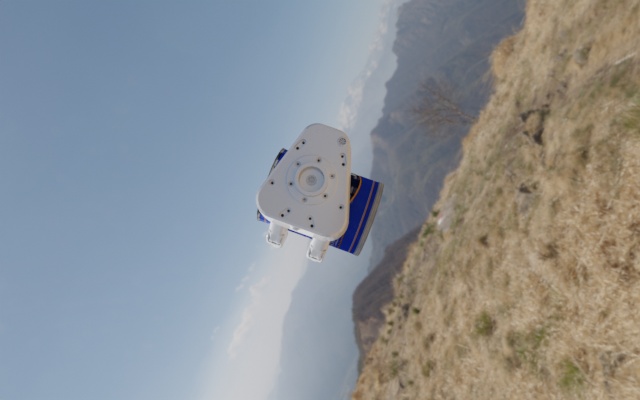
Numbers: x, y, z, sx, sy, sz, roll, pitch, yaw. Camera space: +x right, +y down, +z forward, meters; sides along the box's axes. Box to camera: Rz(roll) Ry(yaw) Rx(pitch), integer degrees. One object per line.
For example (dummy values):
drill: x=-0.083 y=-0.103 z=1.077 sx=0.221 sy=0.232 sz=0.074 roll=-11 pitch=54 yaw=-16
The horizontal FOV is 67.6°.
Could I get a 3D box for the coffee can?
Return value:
coffee can: x=0.000 y=0.002 z=0.630 sx=0.140 sy=0.103 sz=0.103 roll=20 pitch=1 yaw=2
